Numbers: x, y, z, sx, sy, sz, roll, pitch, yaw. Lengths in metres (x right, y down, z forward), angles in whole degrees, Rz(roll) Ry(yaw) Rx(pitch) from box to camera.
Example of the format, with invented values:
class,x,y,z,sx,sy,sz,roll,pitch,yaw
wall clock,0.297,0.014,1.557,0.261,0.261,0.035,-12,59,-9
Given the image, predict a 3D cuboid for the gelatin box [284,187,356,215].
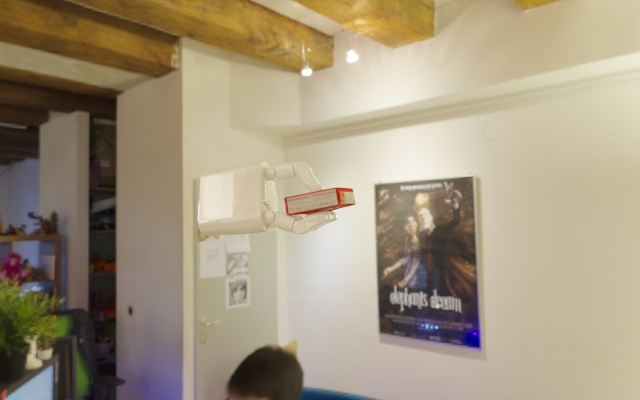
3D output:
class,x,y,z,sx,sy,sz,roll,pitch,yaw
gelatin box,0.000,0.002,0.730,0.089,0.030,0.073,-12,-5,22
